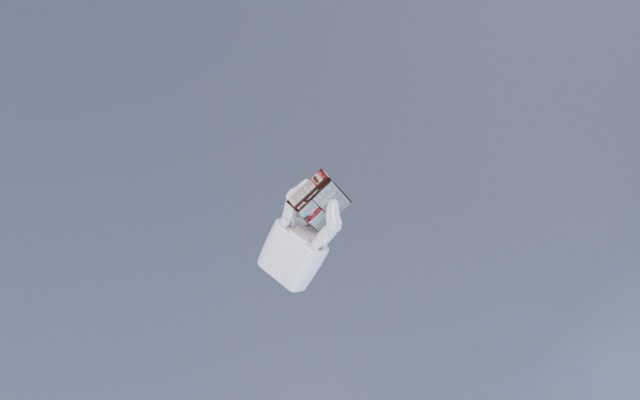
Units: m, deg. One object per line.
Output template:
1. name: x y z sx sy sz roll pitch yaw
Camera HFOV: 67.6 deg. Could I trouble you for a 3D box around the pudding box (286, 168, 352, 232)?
1. pudding box: 0.000 0.003 0.895 0.039 0.090 0.113 46 0 32
